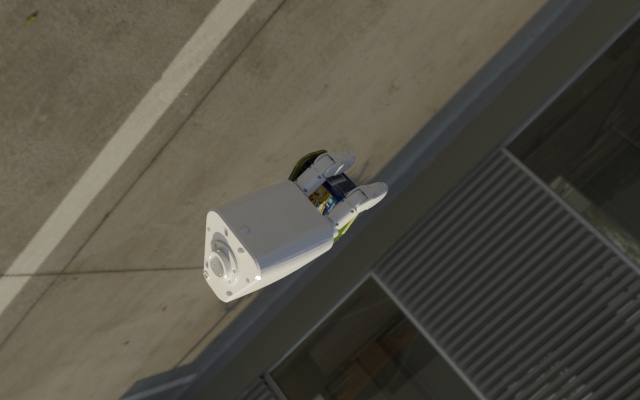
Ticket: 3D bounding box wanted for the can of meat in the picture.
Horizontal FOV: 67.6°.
[{"bbox_3d":[0.000,0.002,0.602,0.057,0.084,0.102,-20,-29,-45],"label":"can of meat"}]
